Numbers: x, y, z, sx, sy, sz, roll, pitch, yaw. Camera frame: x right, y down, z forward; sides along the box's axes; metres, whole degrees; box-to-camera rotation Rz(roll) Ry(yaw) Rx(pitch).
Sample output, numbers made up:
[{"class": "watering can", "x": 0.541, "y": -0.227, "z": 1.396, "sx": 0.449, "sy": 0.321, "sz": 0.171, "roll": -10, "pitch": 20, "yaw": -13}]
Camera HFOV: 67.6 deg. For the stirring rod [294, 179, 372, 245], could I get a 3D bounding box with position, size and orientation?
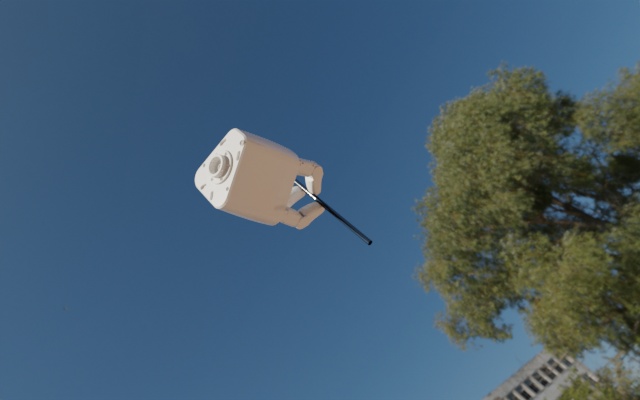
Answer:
[{"class": "stirring rod", "x": 0.000, "y": 0.002, "z": 0.759, "sx": 0.011, "sy": 0.011, "sz": 0.239, "roll": 0, "pitch": 29, "yaw": -43}]
